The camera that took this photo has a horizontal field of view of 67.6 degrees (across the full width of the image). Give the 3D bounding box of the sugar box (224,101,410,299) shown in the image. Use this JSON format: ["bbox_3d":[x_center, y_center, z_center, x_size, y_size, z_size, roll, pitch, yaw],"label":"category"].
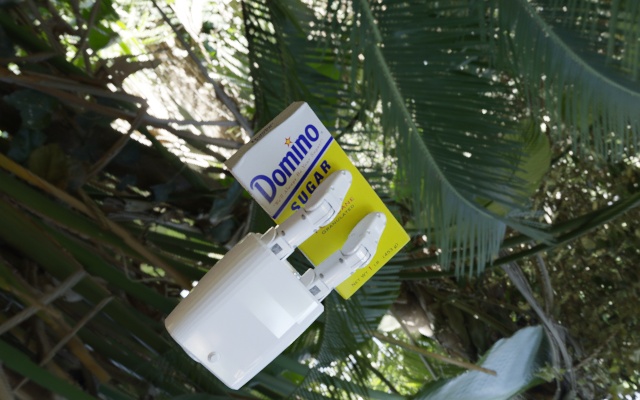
[{"bbox_3d":[0.000,0.002,0.463,0.093,0.176,0.048,-43,22,-7],"label":"sugar box"}]
